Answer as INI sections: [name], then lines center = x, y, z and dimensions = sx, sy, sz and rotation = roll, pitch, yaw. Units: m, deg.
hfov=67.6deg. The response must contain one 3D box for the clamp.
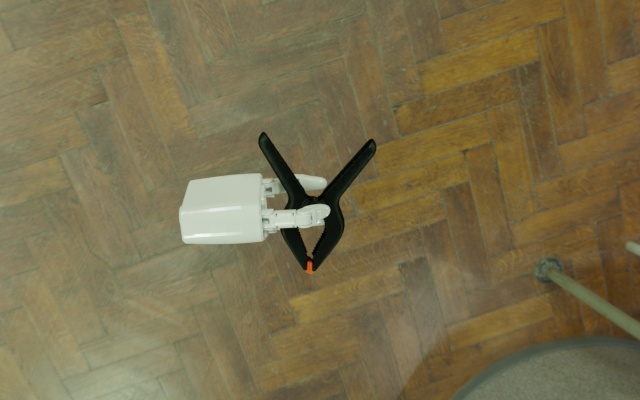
[clamp]
center = 0.000, 0.003, 0.687
dimensions = 0.164, 0.210, 0.036
rotation = -3, 15, -2
